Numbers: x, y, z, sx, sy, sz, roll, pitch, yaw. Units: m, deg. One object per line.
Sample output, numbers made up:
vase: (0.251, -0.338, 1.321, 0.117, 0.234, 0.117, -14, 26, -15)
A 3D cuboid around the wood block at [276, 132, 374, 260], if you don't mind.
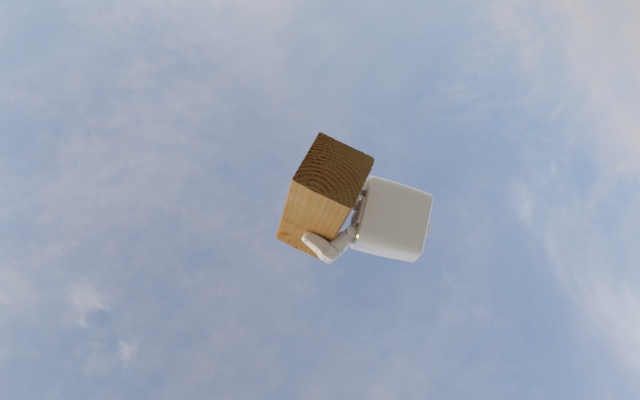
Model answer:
wood block: (0.000, 0.003, 0.727, 0.090, 0.090, 0.206, 26, -29, 2)
